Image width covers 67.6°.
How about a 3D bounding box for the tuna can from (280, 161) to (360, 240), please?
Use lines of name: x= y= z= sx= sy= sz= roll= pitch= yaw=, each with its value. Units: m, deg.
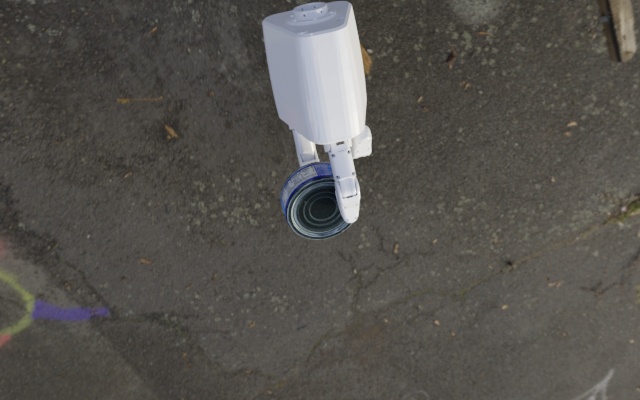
tuna can: x=0.000 y=0.002 z=0.532 sx=0.086 sy=0.086 sz=0.033 roll=0 pitch=34 yaw=-17
